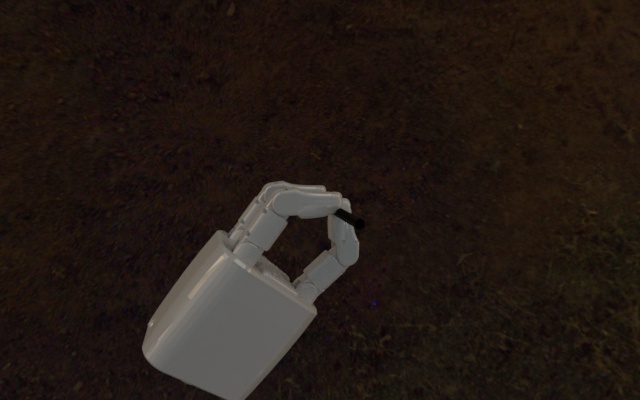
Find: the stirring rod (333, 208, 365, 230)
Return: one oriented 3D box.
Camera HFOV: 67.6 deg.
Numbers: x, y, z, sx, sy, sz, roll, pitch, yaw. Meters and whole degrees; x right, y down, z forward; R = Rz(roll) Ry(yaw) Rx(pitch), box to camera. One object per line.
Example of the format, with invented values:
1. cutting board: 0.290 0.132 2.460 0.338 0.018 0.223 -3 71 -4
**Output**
1. stirring rod: 0.000 0.002 0.459 0.011 0.011 0.239 0 7 -14
